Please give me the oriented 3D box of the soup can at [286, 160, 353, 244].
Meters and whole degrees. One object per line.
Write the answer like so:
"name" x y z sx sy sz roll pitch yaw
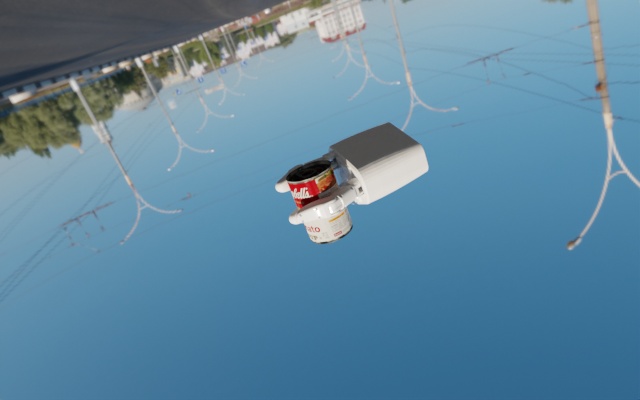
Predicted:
"soup can" 0.000 0.003 0.683 0.068 0.102 0.068 -18 22 8
